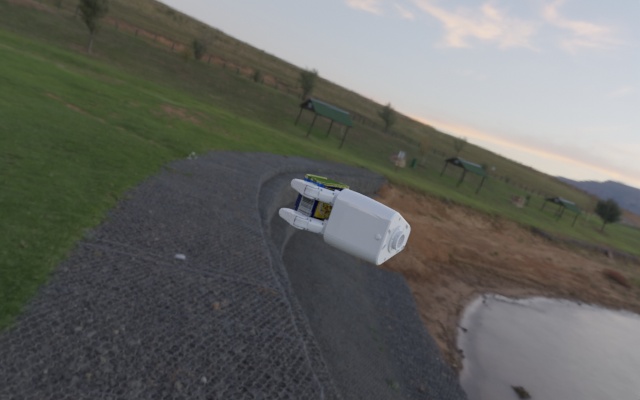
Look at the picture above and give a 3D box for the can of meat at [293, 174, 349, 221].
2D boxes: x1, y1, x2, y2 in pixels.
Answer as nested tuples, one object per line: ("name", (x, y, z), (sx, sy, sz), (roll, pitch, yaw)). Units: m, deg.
("can of meat", (0.000, 0.002, 0.862), (0.057, 0.084, 0.102), (25, 10, 33))
